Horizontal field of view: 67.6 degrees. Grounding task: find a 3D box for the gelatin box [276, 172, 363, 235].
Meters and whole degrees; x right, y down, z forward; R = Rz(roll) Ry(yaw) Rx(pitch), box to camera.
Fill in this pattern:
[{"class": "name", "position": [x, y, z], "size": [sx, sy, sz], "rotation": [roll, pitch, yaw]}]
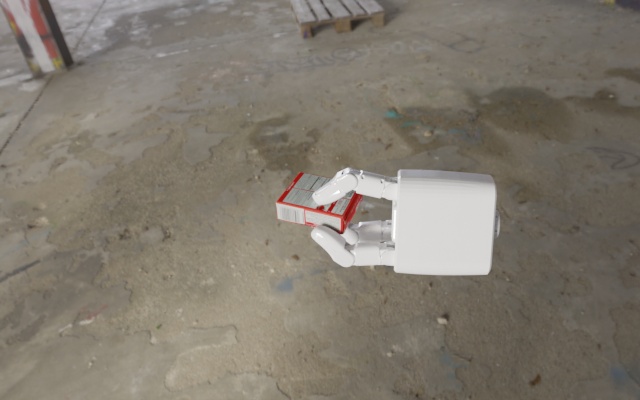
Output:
[{"class": "gelatin box", "position": [0.000, 0.001, 0.591], "size": [0.089, 0.030, 0.073], "rotation": [12, 38, 17]}]
